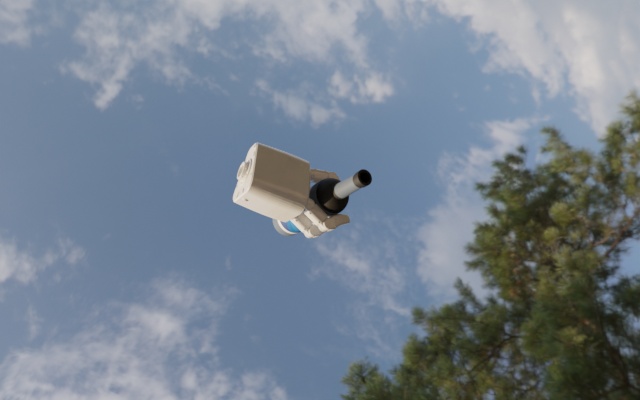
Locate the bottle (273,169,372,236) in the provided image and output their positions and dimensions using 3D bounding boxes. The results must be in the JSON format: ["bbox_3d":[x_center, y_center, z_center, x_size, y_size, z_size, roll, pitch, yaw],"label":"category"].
[{"bbox_3d":[0.000,0.003,0.878,0.069,0.069,0.296,0,-16,-30],"label":"bottle"}]
